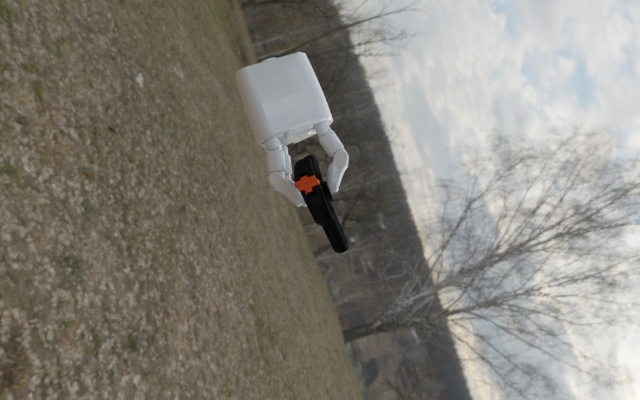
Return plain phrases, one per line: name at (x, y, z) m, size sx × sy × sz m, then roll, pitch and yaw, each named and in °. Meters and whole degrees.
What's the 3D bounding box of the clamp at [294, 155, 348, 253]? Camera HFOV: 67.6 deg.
clamp at (0.001, 0.002, 0.674) m, size 0.036 × 0.164 × 0.210 m, roll -22°, pitch -3°, yaw 4°
